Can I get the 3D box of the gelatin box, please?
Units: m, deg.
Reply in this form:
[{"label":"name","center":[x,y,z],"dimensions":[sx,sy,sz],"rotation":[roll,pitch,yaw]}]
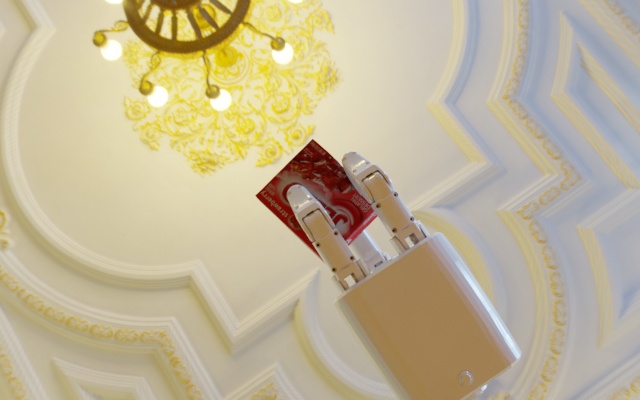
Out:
[{"label":"gelatin box","center":[0.000,0.001,0.419],"dimensions":[0.089,0.073,0.030],"rotation":[43,-6,18]}]
